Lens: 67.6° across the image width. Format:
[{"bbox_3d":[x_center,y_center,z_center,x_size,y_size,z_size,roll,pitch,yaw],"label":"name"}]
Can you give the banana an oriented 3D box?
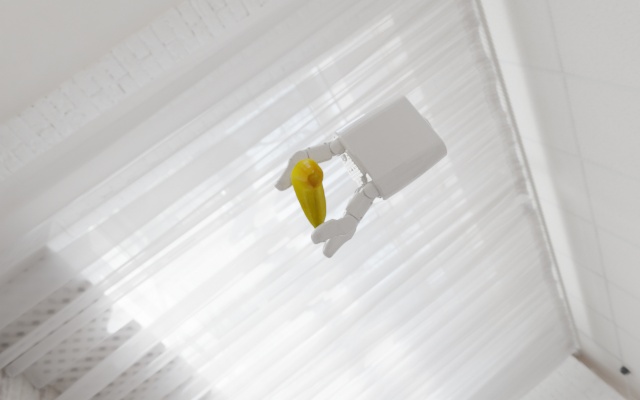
[{"bbox_3d":[-0.009,-0.011,0.590,0.037,0.069,0.198,-31,-22,-8],"label":"banana"}]
